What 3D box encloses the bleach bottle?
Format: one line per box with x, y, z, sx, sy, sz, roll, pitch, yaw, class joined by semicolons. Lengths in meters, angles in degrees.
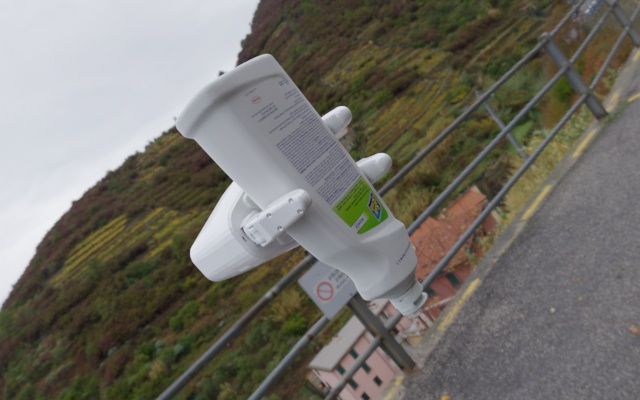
0.000;0.001;0.406;0.068;0.251;0.102;-33;9;47;bleach bottle
